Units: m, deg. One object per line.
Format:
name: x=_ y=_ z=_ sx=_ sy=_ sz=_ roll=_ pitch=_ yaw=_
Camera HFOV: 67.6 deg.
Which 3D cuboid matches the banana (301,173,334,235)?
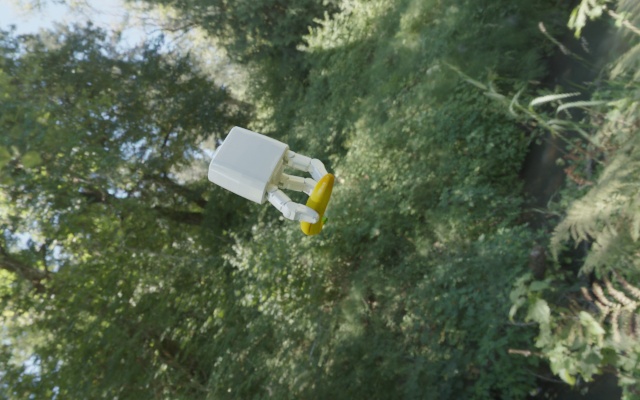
banana: x=-0.008 y=0.019 z=0.853 sx=0.037 sy=0.069 sz=0.198 roll=25 pitch=-23 yaw=6
